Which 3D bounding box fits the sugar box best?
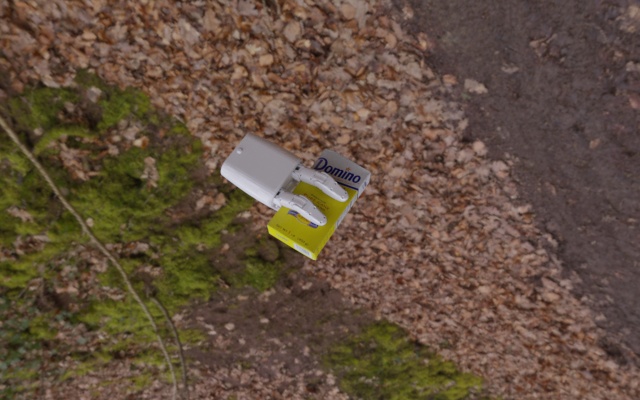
[{"bbox_3d":[0.000,0.002,0.798,0.093,0.176,0.048,30,-19,13],"label":"sugar box"}]
